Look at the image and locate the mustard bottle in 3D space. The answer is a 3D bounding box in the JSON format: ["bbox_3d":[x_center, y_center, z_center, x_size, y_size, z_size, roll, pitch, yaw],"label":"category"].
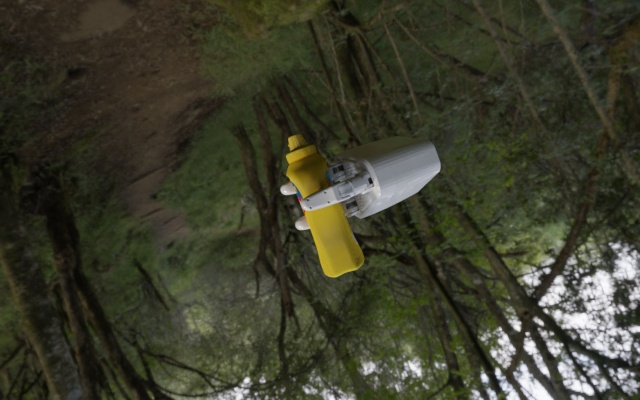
[{"bbox_3d":[0.000,0.002,0.641,0.058,0.191,0.096,-21,2,4],"label":"mustard bottle"}]
